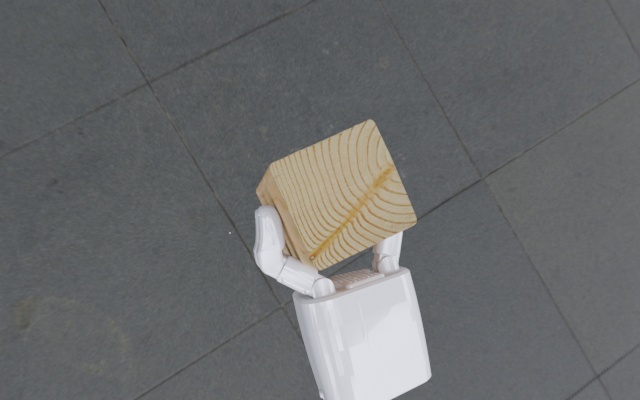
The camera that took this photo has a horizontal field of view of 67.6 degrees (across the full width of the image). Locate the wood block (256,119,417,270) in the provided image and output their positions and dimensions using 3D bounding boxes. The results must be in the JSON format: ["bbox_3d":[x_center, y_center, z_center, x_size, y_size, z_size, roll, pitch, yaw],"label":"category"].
[{"bbox_3d":[0.001,0.002,0.457,0.091,0.090,0.206,-24,1,-11],"label":"wood block"}]
